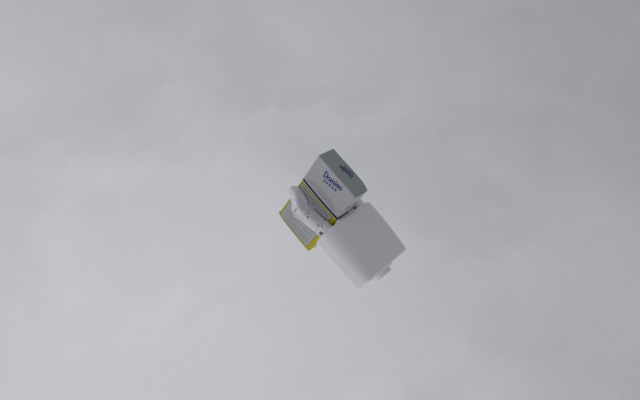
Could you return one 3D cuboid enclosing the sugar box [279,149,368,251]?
[{"bbox_3d":[0.001,0.003,0.823,0.048,0.093,0.176,-29,-15,-45],"label":"sugar box"}]
